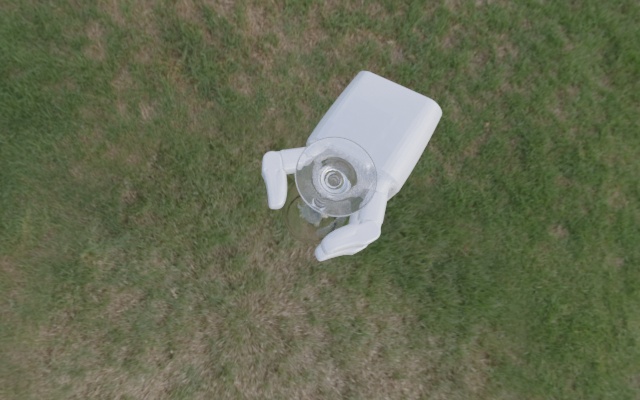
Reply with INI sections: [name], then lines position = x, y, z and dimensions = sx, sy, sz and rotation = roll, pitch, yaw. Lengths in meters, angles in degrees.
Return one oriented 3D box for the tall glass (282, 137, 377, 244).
[tall glass]
position = 0.000, 0.002, 0.516
dimensions = 0.079, 0.079, 0.201
rotation = 0, -14, -9
